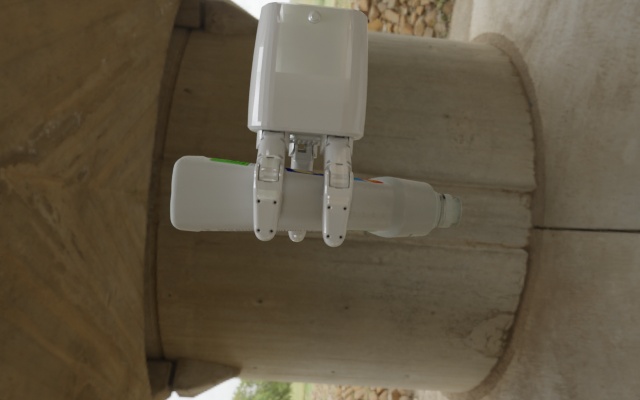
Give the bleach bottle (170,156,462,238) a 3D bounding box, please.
[{"bbox_3d":[0.000,0.001,0.440,0.251,0.068,0.102,4,2,-4],"label":"bleach bottle"}]
